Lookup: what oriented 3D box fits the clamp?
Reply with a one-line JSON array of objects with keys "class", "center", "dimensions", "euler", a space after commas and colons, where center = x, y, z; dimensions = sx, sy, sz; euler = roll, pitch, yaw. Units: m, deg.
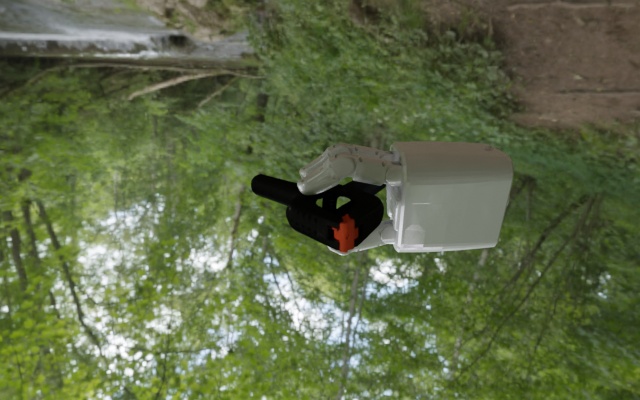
[{"class": "clamp", "center": [0.000, 0.003, 0.495], "dimensions": [0.164, 0.036, 0.210], "euler": [-2, 17, 0]}]
